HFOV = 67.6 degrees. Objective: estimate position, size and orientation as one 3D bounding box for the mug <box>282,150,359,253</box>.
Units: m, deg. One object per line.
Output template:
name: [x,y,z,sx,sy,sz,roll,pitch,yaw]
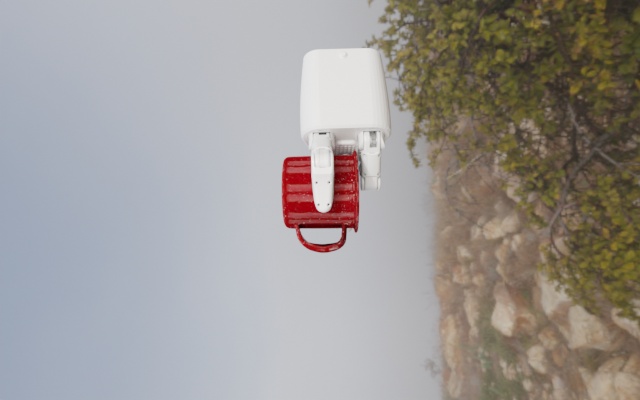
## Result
mug: [0.000,0.003,0.532,0.081,0.117,0.093,-1,-21,1]
